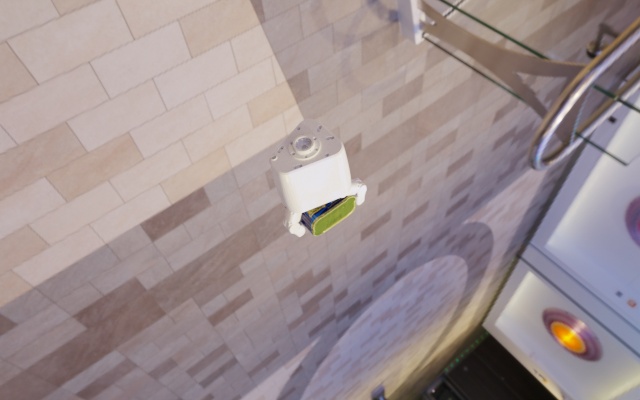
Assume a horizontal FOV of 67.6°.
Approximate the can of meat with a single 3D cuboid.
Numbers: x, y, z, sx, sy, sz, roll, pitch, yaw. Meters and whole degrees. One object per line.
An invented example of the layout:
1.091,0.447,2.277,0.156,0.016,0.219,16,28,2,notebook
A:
0.000,0.003,0.838,0.102,0.084,0.057,-35,-31,-17,can of meat
